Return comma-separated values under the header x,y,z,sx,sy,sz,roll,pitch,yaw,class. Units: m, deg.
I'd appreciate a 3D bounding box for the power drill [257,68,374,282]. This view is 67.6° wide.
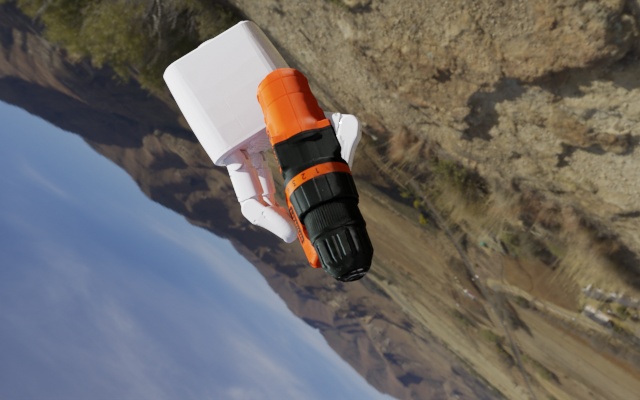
x,y,z,sx,sy,sz,roll,pitch,yaw,class
0.000,0.001,0.433,0.057,0.184,0.188,-17,-22,-5,power drill
